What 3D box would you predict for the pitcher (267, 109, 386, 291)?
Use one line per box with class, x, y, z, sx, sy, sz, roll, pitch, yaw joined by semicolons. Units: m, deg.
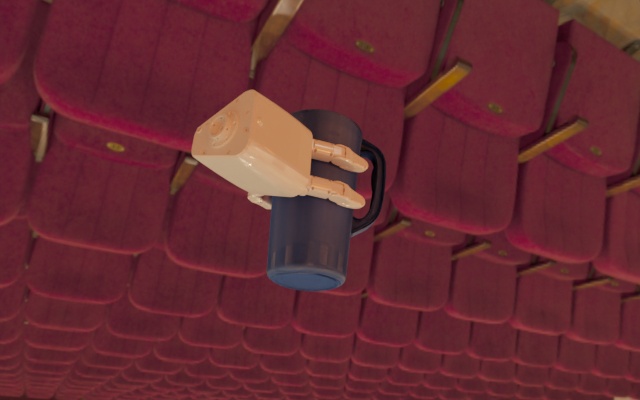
pitcher;0.000;0.002;0.691;0.149;0.242;0.145;-12;-30;32
